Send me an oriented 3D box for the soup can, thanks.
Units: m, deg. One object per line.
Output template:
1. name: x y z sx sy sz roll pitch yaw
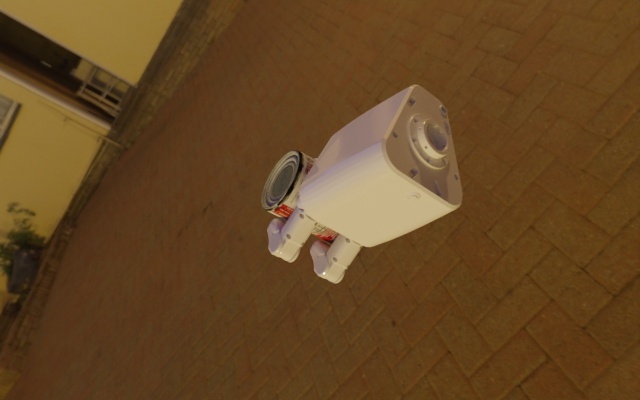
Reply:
1. soup can: 0.000 0.002 0.486 0.102 0.068 0.068 29 -14 -26
